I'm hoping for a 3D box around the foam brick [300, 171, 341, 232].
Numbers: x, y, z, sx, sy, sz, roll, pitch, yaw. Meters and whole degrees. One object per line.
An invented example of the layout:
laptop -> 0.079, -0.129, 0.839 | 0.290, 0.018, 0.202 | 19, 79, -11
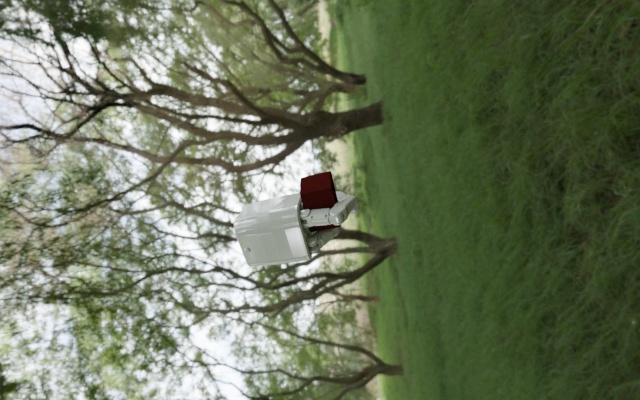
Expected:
foam brick -> 0.000, 0.002, 0.761 | 0.051, 0.078, 0.053 | -10, 33, 7
